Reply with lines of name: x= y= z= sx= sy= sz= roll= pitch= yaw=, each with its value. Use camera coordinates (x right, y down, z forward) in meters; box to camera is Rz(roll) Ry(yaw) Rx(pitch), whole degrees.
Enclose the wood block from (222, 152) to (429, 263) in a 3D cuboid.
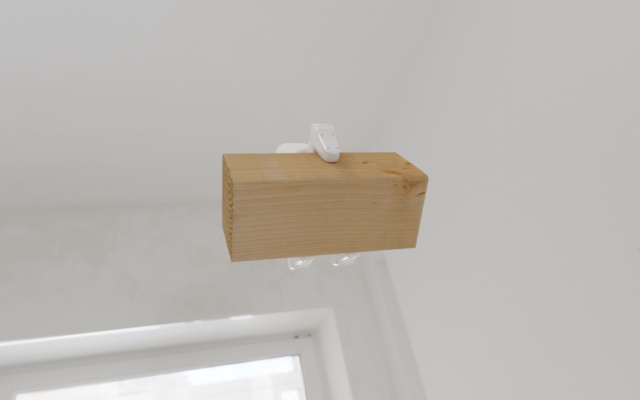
wood block: x=0.000 y=0.001 z=0.527 sx=0.206 sy=0.091 sz=0.090 roll=-3 pitch=25 yaw=-17
